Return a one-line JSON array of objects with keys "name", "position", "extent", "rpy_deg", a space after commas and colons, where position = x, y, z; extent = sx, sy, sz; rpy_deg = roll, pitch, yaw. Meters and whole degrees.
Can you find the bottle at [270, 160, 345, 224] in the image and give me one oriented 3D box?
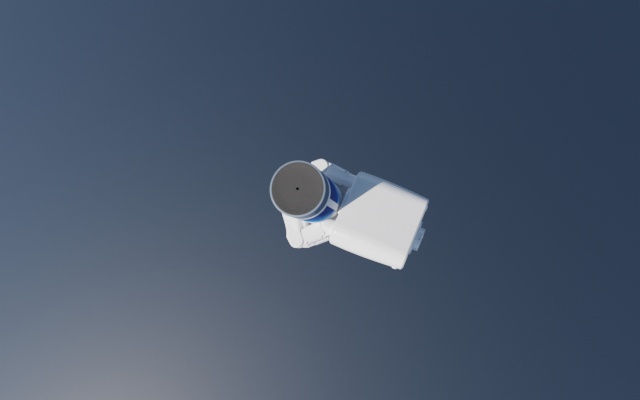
[{"name": "bottle", "position": [0.000, 0.002, 0.691], "extent": [0.069, 0.069, 0.296], "rpy_deg": [0, -6, 10]}]
